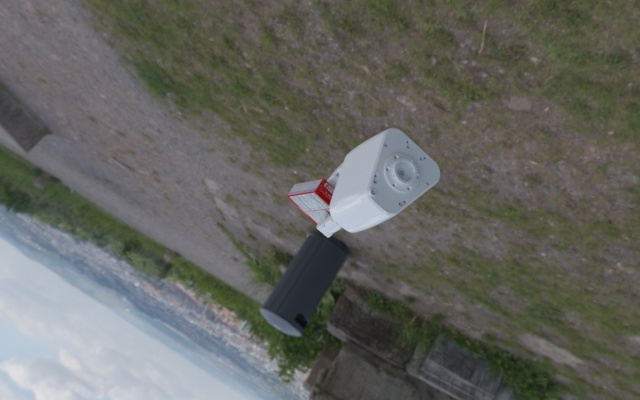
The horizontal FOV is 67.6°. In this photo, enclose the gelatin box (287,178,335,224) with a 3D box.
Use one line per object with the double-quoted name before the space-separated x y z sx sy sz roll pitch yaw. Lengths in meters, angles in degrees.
"gelatin box" 0.000 0.003 0.743 0.073 0.030 0.089 43 -26 -22
